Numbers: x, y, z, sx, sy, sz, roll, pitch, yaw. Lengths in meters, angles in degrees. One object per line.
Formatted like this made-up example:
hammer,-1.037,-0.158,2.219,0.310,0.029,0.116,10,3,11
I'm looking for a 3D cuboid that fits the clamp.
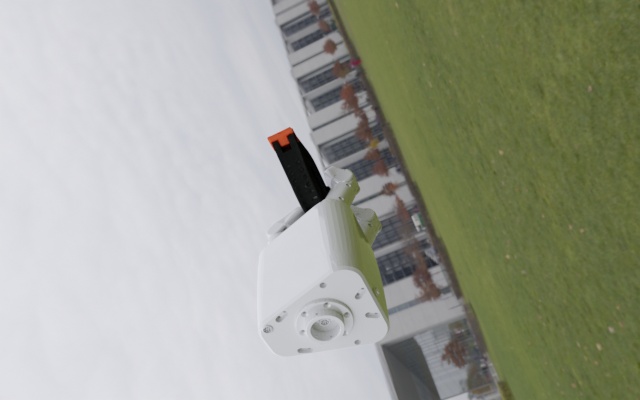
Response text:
clamp,-0.001,0.002,0.554,0.036,0.210,0.164,-25,28,7
